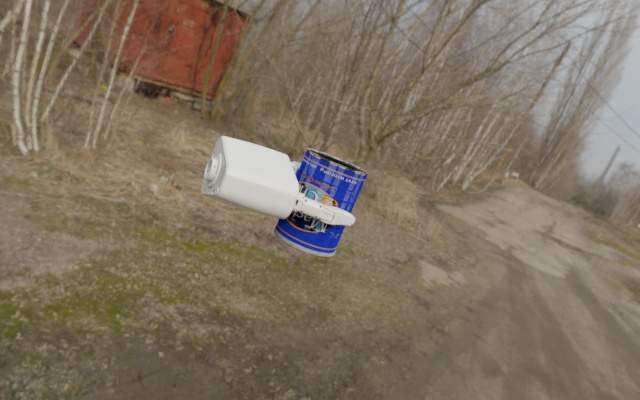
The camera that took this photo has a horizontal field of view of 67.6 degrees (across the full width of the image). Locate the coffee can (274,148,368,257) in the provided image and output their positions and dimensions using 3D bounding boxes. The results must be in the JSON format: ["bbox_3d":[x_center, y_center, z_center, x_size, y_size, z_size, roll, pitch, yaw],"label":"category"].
[{"bbox_3d":[0.000,0.003,0.741,0.103,0.140,0.103,22,10,-4],"label":"coffee can"}]
